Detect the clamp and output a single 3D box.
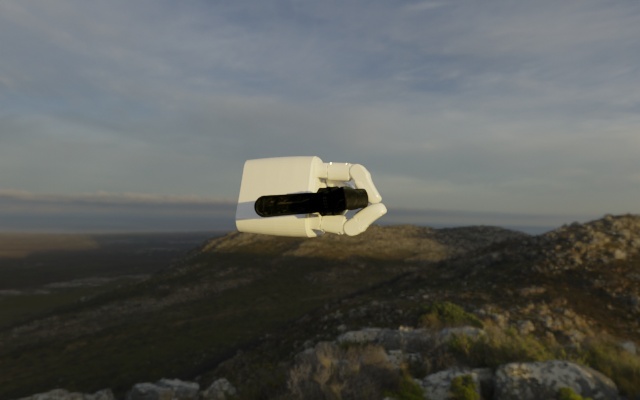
[{"bbox_3d":[0.000,0.001,0.579,0.120,0.039,0.171,0,-2,16],"label":"clamp"}]
